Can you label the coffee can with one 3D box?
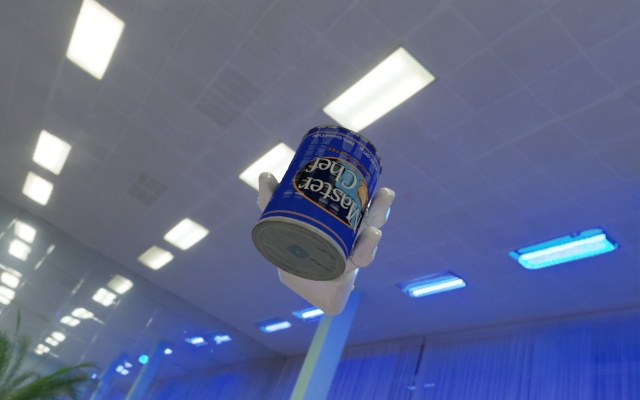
[{"bbox_3d":[0.000,0.002,0.525,0.103,0.140,0.103,16,-35,12],"label":"coffee can"}]
